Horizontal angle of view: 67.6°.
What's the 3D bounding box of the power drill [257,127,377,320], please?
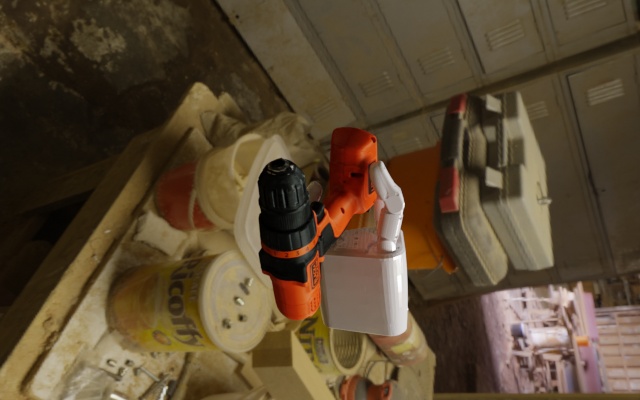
[{"bbox_3d":[0.000,0.002,0.486,0.057,0.185,0.187,17,43,21],"label":"power drill"}]
